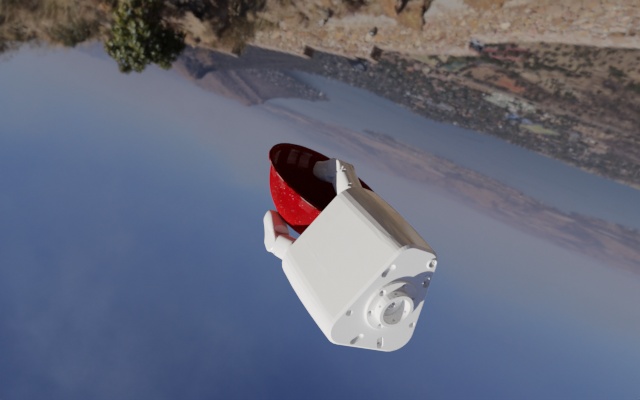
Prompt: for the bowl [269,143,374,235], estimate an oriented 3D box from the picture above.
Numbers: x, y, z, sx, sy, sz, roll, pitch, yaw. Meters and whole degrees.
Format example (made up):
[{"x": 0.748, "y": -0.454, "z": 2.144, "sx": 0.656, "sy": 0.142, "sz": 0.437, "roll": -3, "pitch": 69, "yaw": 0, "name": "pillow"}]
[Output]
[{"x": 0.000, "y": 0.001, "z": 0.555, "sx": 0.162, "sy": 0.055, "sz": 0.162, "roll": 28, "pitch": 24, "yaw": -14, "name": "bowl"}]
